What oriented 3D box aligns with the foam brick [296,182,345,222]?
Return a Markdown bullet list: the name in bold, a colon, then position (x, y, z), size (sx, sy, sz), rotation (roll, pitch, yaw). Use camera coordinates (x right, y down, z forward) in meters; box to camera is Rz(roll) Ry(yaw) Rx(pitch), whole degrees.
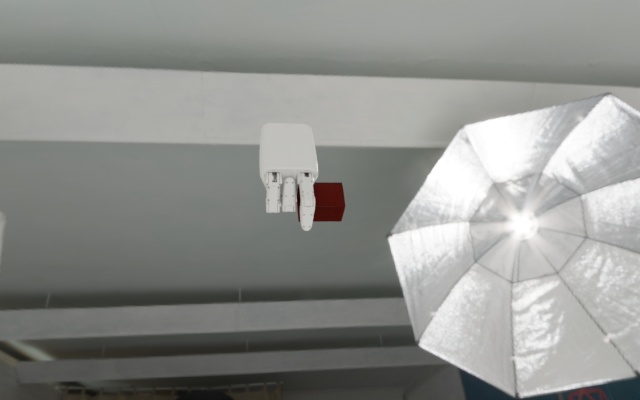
- **foam brick**: position (0.000, 0.003, 0.833), size (0.078, 0.051, 0.053), rotation (0, -33, -9)
